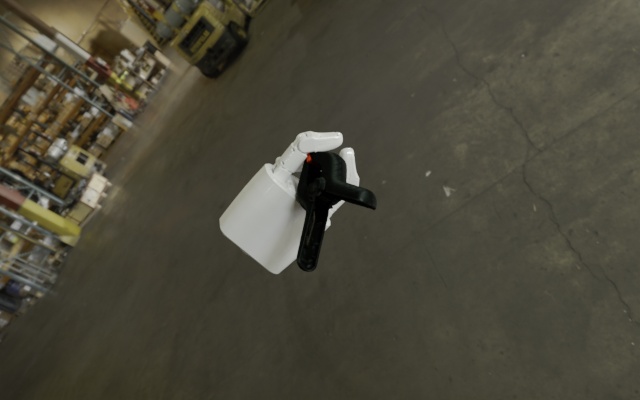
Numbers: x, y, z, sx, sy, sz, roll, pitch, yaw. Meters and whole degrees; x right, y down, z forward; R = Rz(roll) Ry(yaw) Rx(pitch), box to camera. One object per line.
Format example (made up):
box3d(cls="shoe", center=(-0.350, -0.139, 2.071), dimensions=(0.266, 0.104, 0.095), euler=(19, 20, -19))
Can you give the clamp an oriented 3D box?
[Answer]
box3d(cls="clamp", center=(0.000, 0.001, 0.570), dimensions=(0.039, 0.120, 0.171), euler=(36, 15, -28))
